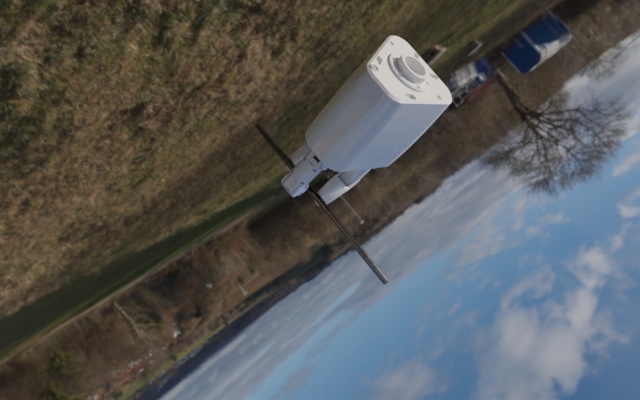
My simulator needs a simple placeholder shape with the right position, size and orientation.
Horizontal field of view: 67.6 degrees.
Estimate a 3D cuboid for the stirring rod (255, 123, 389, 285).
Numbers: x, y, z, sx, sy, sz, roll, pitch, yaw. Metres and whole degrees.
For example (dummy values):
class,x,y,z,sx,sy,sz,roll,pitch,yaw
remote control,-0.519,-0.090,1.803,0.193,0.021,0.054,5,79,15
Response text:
class,x,y,z,sx,sy,sz,roll,pitch,yaw
stirring rod,0.000,0.002,0.560,0.011,0.239,0.011,-39,-6,-5
